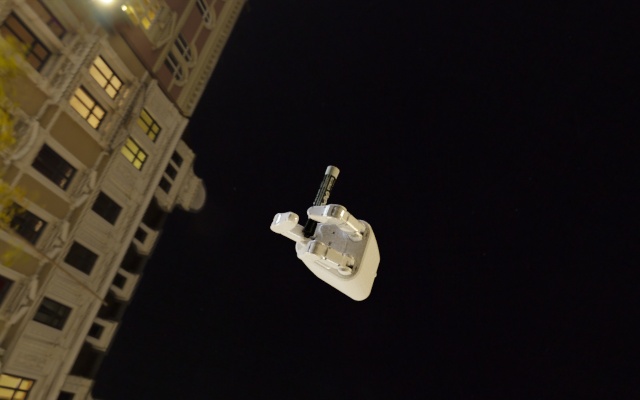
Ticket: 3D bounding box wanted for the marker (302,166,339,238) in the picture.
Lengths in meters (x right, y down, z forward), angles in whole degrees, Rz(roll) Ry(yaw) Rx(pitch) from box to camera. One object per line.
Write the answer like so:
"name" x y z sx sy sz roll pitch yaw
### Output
"marker" 0.000 0.002 0.723 0.020 0.121 0.020 18 -23 8
